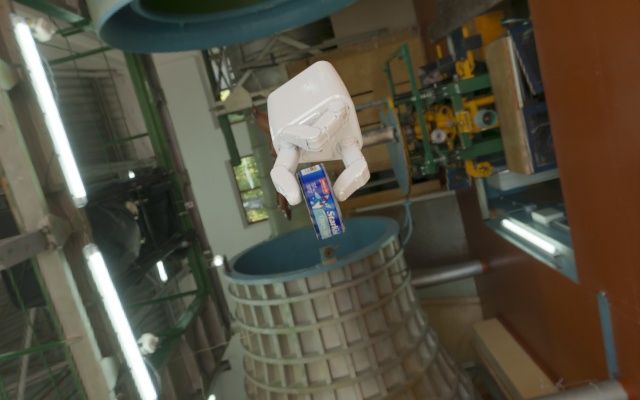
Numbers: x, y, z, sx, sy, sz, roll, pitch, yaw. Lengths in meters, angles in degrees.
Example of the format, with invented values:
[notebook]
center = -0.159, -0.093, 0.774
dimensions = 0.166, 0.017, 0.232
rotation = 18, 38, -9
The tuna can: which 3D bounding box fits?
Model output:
[tuna can]
center = 0.000, 0.002, 0.558
dimensions = 0.034, 0.086, 0.086
rotation = -18, 0, -2
